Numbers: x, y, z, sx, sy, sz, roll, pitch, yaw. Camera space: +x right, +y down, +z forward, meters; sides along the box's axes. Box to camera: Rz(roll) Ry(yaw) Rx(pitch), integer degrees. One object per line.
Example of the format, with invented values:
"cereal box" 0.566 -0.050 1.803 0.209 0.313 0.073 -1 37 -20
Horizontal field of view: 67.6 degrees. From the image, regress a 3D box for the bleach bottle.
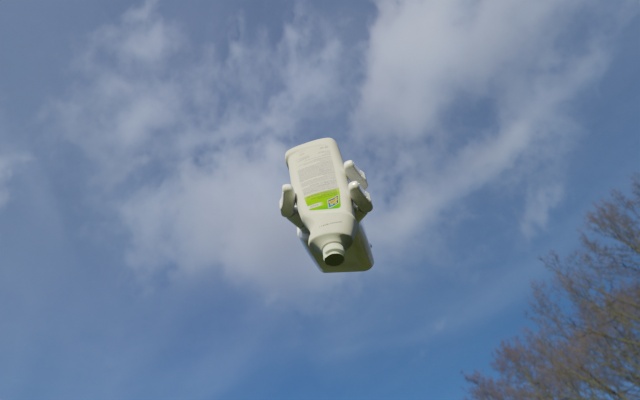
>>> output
"bleach bottle" 0.000 0.002 0.764 0.102 0.068 0.250 -18 42 9
